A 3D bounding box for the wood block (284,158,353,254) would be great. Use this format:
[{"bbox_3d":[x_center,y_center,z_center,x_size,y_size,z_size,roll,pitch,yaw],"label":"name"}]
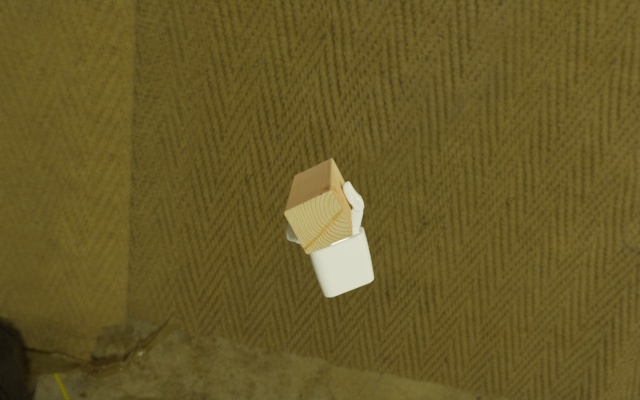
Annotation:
[{"bbox_3d":[0.001,0.003,0.888,0.091,0.090,0.206,-24,18,10],"label":"wood block"}]
